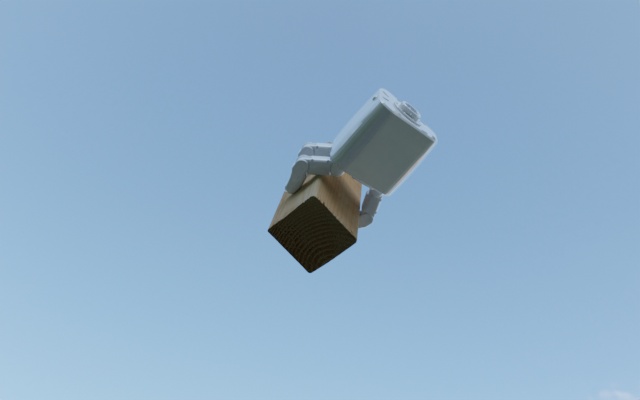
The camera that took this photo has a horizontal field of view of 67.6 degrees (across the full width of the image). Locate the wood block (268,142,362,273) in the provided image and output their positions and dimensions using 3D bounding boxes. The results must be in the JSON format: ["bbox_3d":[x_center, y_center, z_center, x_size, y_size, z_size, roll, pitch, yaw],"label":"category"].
[{"bbox_3d":[0.001,0.002,0.724,0.090,0.091,0.206,-37,16,22],"label":"wood block"}]
